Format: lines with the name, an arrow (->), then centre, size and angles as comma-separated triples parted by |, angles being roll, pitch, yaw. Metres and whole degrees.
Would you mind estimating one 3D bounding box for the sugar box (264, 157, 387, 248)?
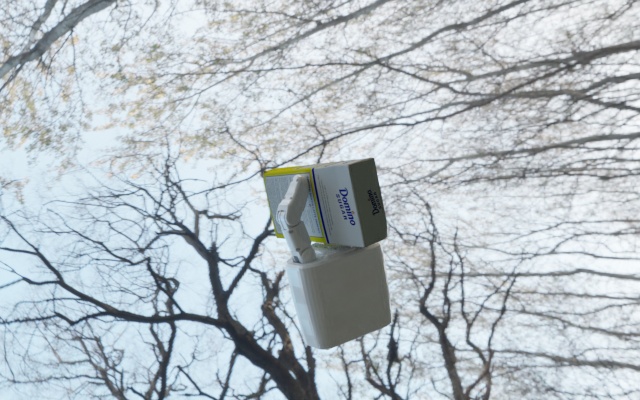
sugar box -> 0.000, 0.002, 0.574 | 0.048, 0.093, 0.176 | -19, 12, -38
